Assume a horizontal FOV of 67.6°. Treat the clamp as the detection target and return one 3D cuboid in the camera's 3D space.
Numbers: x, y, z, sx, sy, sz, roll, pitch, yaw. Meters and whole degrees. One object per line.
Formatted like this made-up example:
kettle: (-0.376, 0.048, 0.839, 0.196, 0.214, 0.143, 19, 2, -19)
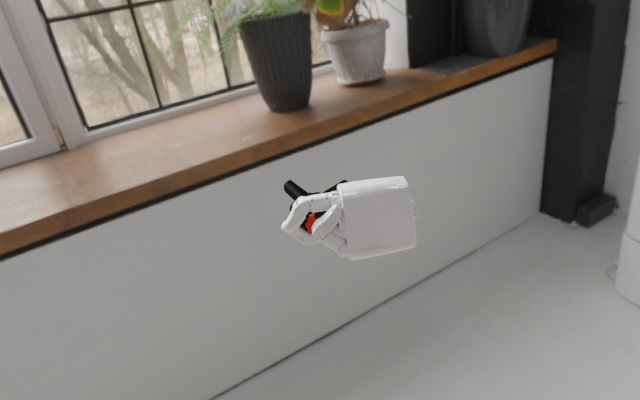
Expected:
clamp: (0.000, 0.002, 0.809, 0.120, 0.039, 0.171, -9, 28, -2)
